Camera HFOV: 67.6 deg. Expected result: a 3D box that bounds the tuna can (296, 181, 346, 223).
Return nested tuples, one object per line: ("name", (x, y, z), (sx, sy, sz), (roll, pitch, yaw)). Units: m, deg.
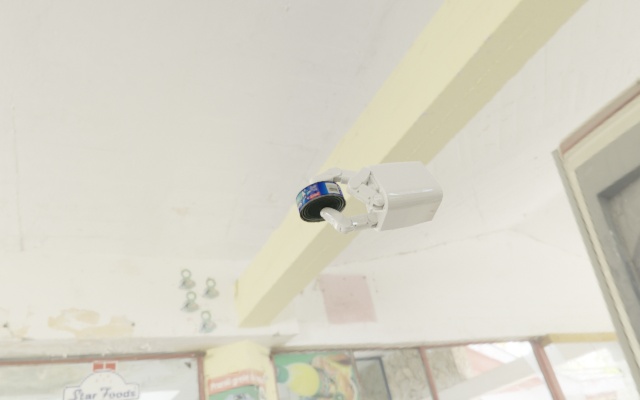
("tuna can", (0.000, 0.002, 0.844), (0.086, 0.033, 0.086), (-14, -31, -9))
